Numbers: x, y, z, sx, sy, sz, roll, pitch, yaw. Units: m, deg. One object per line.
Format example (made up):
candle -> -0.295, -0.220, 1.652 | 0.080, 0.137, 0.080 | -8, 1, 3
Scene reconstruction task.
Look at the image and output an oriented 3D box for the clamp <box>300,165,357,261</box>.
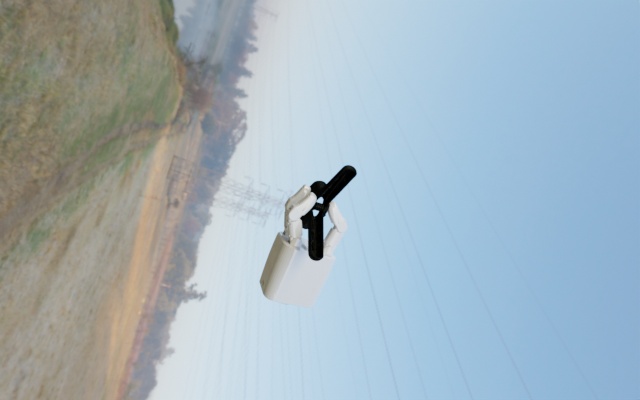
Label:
clamp -> 0.001, 0.003, 0.853 | 0.036, 0.164, 0.210 | 23, 6, -17
